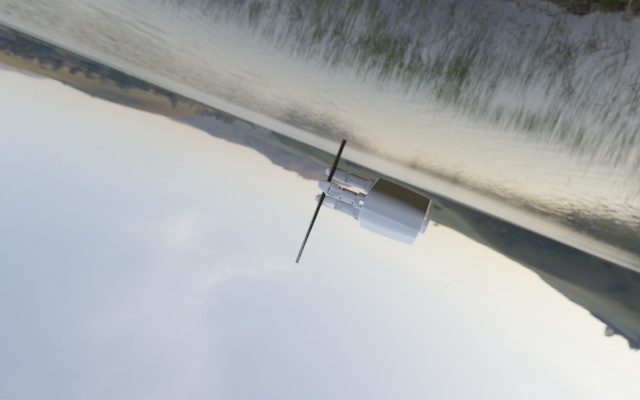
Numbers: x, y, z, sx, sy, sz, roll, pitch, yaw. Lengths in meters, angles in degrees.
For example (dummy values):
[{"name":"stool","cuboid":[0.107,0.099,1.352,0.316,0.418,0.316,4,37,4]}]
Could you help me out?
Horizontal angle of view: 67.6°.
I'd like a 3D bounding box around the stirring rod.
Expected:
[{"name":"stirring rod","cuboid":[0.000,0.003,0.867,0.011,0.239,0.011,21,6,-2]}]
